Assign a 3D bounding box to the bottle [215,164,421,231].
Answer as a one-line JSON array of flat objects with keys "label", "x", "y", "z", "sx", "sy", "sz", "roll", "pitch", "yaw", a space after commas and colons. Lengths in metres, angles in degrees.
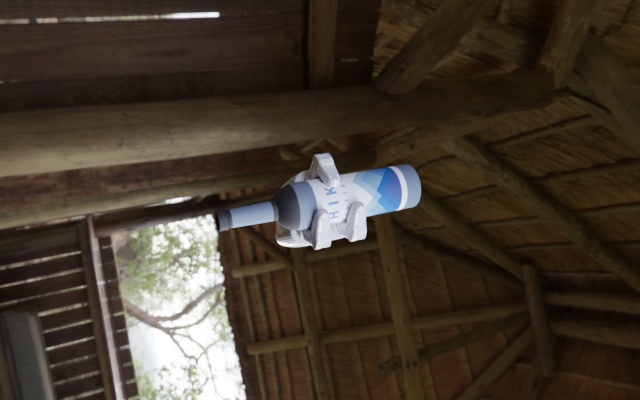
[{"label": "bottle", "x": 0.000, "y": 0.002, "z": 0.674, "sx": 0.295, "sy": 0.069, "sz": 0.069, "roll": -10, "pitch": 4, "yaw": -22}]
